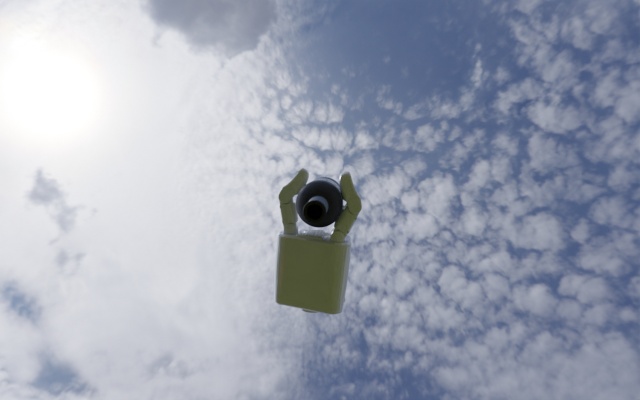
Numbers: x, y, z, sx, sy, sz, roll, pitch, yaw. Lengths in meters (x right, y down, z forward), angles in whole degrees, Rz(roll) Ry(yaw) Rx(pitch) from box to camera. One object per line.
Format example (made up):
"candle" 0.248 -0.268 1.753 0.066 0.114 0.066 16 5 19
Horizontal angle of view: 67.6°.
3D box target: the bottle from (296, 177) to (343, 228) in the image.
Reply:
"bottle" 0.000 0.002 0.706 0.069 0.069 0.295 0 4 3
